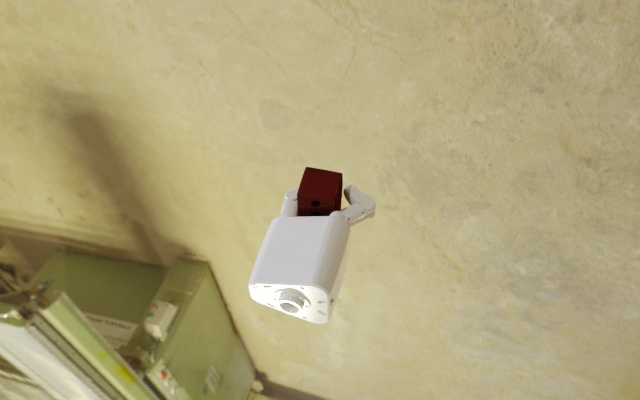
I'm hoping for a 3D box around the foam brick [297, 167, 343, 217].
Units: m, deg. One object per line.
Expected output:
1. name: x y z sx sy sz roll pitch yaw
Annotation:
1. foam brick: 0.000 0.002 0.651 0.053 0.051 0.078 9 -41 9
